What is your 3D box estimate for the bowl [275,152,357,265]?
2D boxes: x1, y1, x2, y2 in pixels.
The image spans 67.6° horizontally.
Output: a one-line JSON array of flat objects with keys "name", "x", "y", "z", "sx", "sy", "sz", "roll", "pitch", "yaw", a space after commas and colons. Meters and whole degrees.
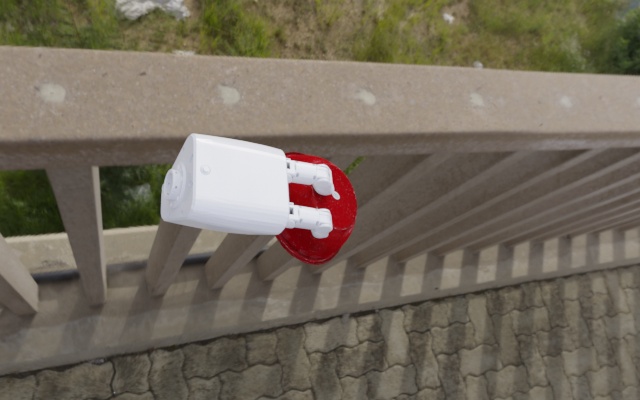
[{"name": "bowl", "x": 0.001, "y": 0.002, "z": 0.643, "sx": 0.055, "sy": 0.162, "sz": 0.162, "roll": -21, "pitch": -13, "yaw": 38}]
